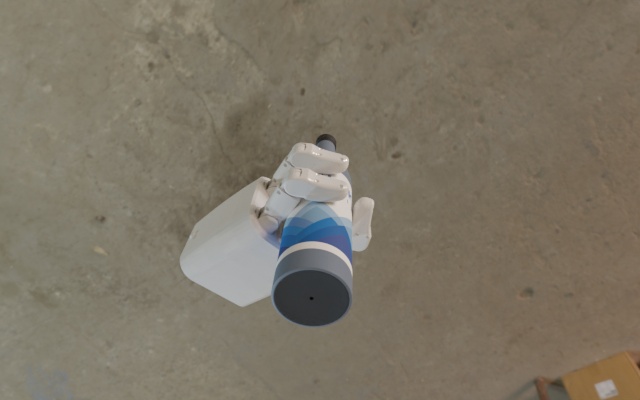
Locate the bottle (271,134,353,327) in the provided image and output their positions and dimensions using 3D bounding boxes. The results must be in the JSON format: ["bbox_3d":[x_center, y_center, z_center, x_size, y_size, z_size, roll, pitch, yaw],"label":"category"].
[{"bbox_3d":[0.000,0.002,0.510,0.069,0.069,0.295,0,32,3],"label":"bottle"}]
